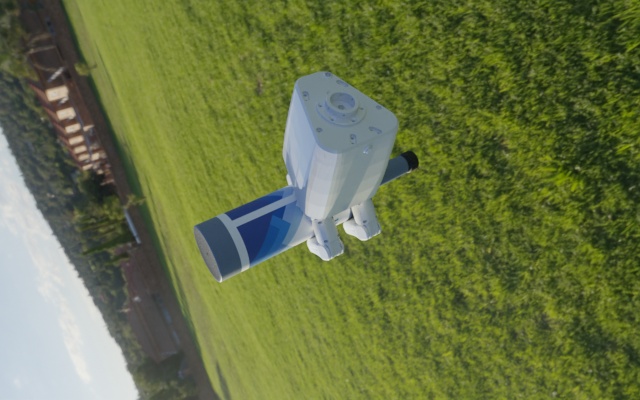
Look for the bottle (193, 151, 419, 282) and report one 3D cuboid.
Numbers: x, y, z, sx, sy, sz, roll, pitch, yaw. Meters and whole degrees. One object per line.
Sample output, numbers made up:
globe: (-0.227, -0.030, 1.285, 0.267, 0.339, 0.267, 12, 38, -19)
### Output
bottle: (0.000, 0.002, 0.570, 0.295, 0.069, 0.069, -25, 11, -25)
